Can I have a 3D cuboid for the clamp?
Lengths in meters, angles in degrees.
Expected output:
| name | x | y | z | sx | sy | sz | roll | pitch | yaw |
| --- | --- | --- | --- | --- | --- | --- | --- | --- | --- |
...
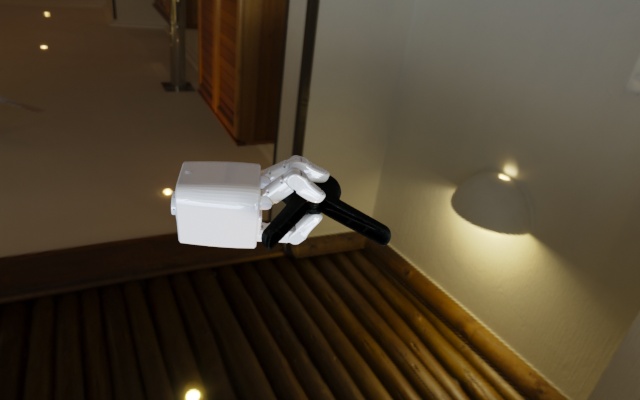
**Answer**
| name | x | y | z | sx | sy | sz | roll | pitch | yaw |
| --- | --- | --- | --- | --- | --- | --- | --- | --- | --- |
| clamp | 0.000 | 0.003 | 0.662 | 0.164 | 0.036 | 0.209 | 4 | 30 | -10 |
